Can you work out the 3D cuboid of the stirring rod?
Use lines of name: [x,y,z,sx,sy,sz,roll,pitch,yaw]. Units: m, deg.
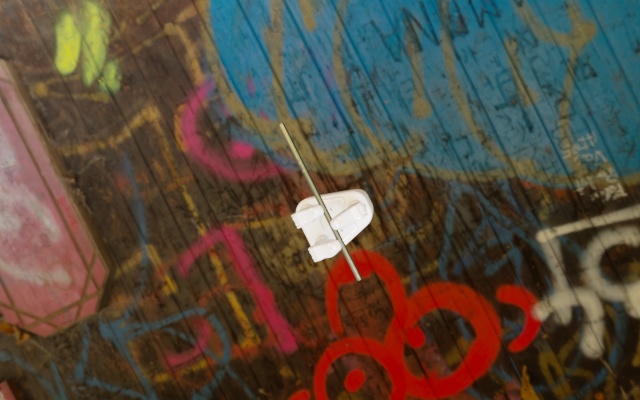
stirring rod: [0.000,0.002,0.659,0.011,0.239,0.011,-27,1,0]
